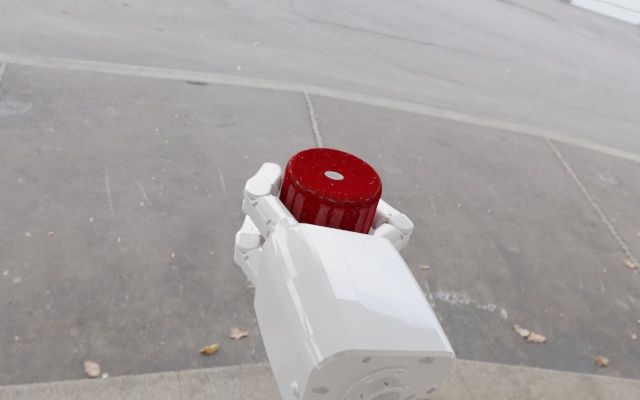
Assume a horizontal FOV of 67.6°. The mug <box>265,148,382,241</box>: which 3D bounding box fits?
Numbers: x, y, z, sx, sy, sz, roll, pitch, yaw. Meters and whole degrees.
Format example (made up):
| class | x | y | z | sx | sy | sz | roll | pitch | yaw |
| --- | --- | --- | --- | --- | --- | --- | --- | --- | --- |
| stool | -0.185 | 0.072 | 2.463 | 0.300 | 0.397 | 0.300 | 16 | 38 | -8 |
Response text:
| class | x | y | z | sx | sy | sz | roll | pitch | yaw |
| --- | --- | --- | --- | --- | --- | --- | --- | --- | --- |
| mug | 0.000 | 0.000 | 0.418 | 0.093 | 0.082 | 0.117 | -3 | 40 | -23 |
